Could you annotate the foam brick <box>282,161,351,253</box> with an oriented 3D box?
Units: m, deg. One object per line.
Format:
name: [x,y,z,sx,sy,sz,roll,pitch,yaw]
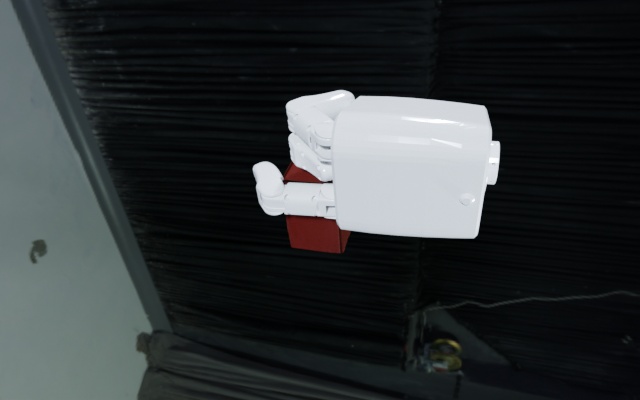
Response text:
foam brick: [0.000,0.002,0.432,0.051,0.078,0.053,5,39,14]
